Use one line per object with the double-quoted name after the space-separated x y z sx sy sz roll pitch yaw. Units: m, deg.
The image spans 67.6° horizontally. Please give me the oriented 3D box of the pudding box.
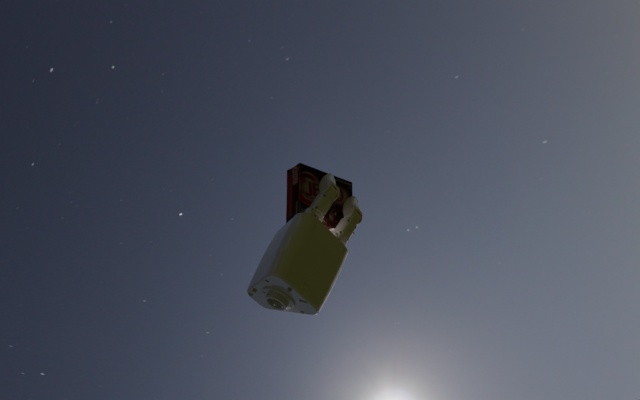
0.000 0.003 0.735 0.113 0.090 0.039 19 -28 -40 "pudding box"
